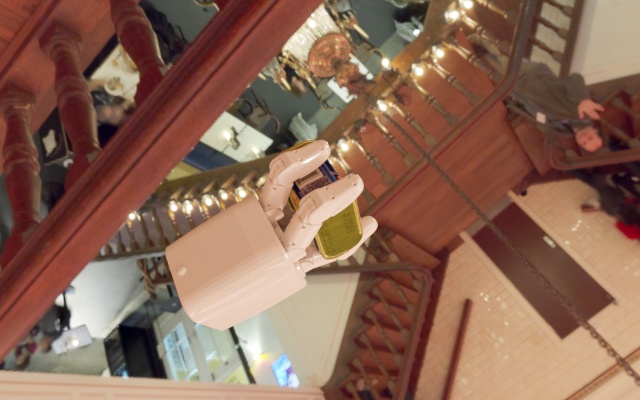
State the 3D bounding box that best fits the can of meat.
[{"bbox_3d":[0.000,0.002,0.502,0.057,0.084,0.102,-27,-38,-7],"label":"can of meat"}]
